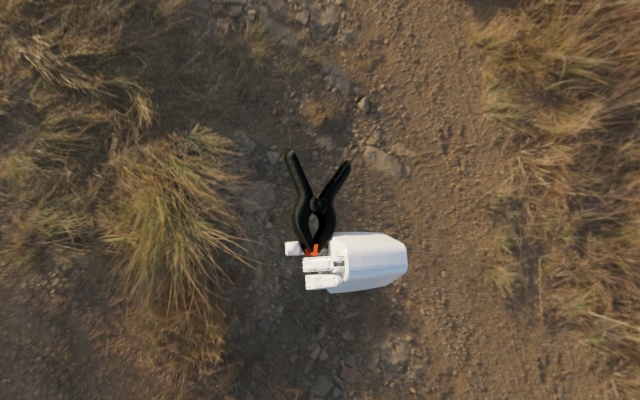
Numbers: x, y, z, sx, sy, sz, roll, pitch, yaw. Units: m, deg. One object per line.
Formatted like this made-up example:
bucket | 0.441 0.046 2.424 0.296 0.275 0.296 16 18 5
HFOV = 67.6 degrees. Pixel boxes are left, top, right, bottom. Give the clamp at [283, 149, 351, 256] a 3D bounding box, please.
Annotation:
clamp | 0.000 0.003 0.773 0.120 0.171 0.039 -1 -3 -23
